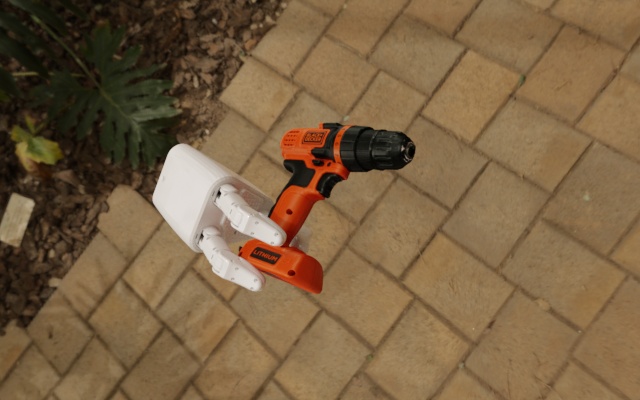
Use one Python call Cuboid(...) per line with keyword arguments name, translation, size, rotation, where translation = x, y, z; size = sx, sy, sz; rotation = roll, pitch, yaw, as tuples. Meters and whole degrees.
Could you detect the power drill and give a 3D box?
Cuboid(name="power drill", translation=(0.000, 0.002, 0.521), size=(0.184, 0.187, 0.057), rotation=(8, -22, 47))
